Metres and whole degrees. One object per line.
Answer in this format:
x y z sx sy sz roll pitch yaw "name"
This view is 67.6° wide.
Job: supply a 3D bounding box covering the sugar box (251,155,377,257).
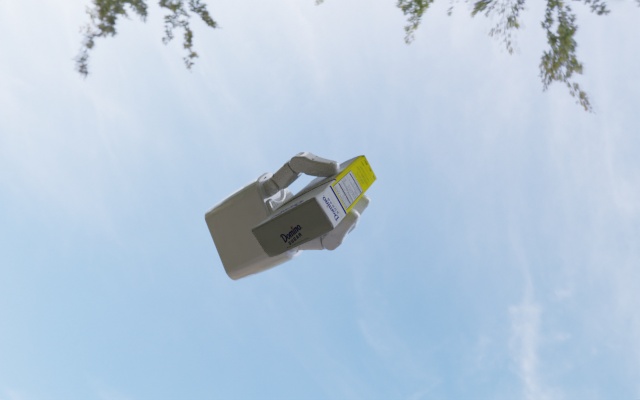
0.000 0.002 0.575 0.093 0.048 0.176 -27 10 29 "sugar box"
